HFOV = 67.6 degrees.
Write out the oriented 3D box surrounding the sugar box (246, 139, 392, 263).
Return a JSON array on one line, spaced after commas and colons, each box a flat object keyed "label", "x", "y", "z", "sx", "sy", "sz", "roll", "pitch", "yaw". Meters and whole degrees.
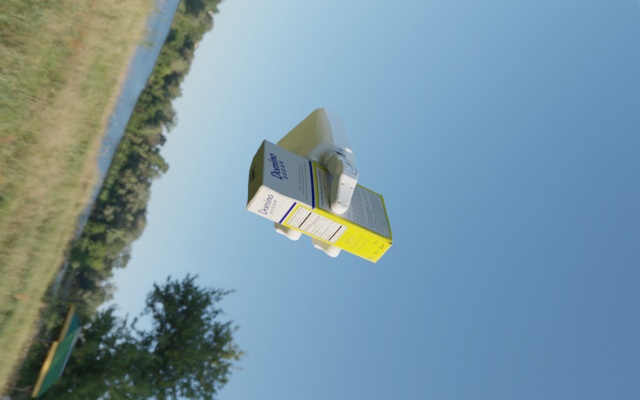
[{"label": "sugar box", "x": 0.000, "y": 0.002, "z": 0.569, "sx": 0.176, "sy": 0.048, "sz": 0.093, "roll": 22, "pitch": 35, "yaw": -21}]
